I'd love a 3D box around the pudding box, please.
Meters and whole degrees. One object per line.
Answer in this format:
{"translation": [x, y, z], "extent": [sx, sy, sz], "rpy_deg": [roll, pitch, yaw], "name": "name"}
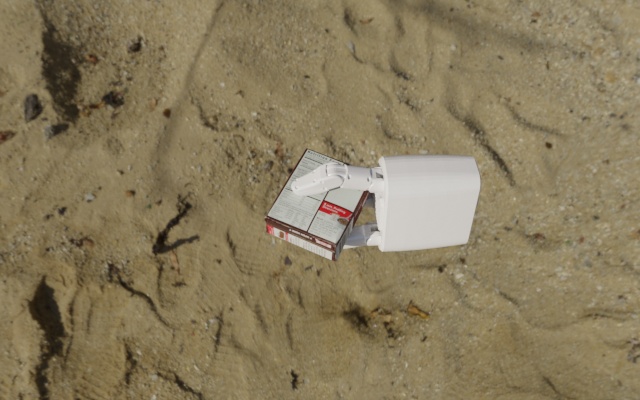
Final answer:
{"translation": [0.000, 0.002, 0.551], "extent": [0.090, 0.113, 0.039], "rpy_deg": [21, -33, 13], "name": "pudding box"}
